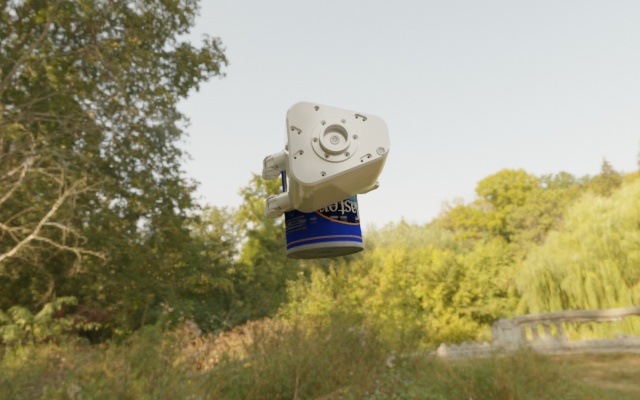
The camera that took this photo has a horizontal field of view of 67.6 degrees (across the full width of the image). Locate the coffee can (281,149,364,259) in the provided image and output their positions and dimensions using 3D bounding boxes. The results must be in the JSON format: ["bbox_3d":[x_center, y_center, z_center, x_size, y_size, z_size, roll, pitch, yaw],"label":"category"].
[{"bbox_3d":[0.000,0.002,0.642,0.103,0.140,0.103,-5,-14,-1],"label":"coffee can"}]
